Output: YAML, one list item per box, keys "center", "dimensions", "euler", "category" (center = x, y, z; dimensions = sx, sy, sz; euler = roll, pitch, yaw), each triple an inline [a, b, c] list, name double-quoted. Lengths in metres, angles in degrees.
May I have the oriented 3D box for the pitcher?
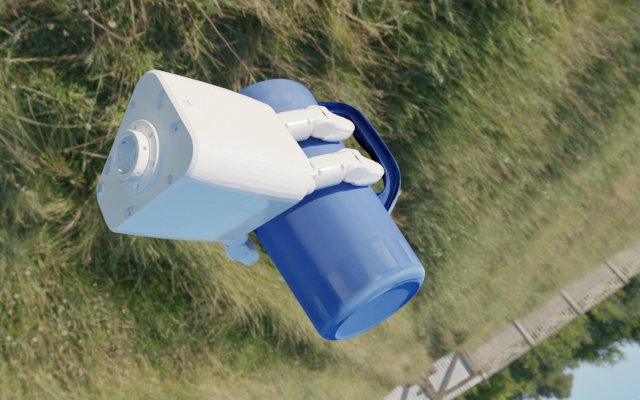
- center: [0.000, 0.002, 0.469]
  dimensions: [0.149, 0.242, 0.145]
  euler: [-45, -30, 21]
  category: "pitcher"
